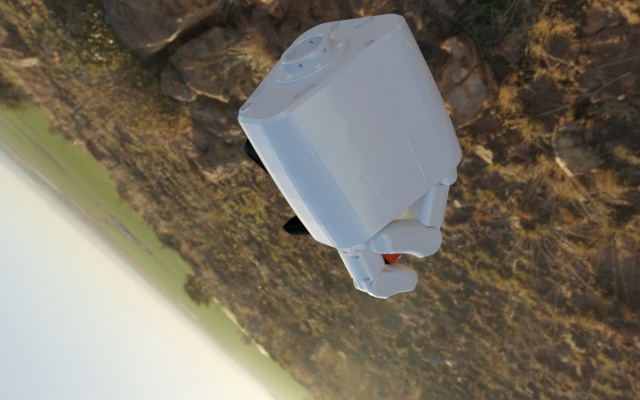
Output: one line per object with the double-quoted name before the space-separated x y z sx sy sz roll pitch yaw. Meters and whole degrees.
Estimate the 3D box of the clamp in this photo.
"clamp" 0.000 0.002 0.407 0.171 0.039 0.120 16 -33 48
